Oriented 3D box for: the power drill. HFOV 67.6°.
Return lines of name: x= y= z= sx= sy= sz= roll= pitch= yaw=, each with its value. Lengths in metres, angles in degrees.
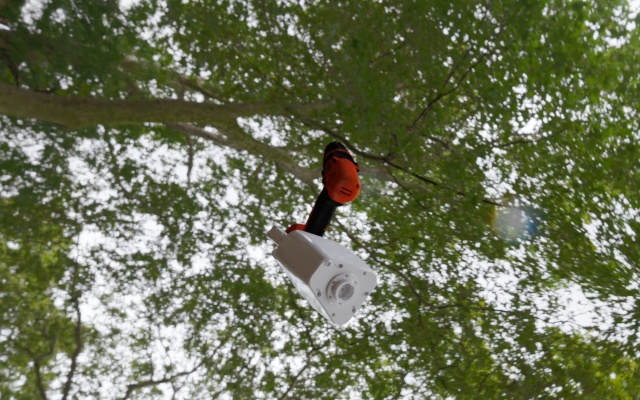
power drill: x=0.000 y=0.003 z=0.792 sx=0.057 sy=0.188 sz=0.184 roll=22 pitch=22 yaw=-12
